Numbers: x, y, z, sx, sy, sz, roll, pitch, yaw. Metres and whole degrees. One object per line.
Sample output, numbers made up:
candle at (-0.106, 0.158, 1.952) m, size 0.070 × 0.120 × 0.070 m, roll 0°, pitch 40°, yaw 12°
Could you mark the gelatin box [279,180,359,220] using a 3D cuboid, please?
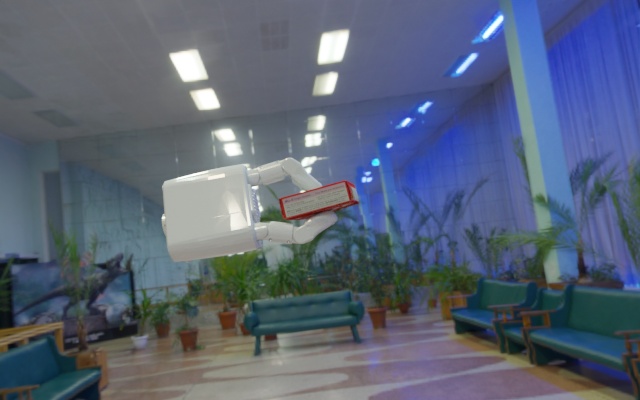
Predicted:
gelatin box at (0.000, 0.001, 0.605) m, size 0.089 × 0.030 × 0.073 m, roll -16°, pitch -6°, yaw 10°
